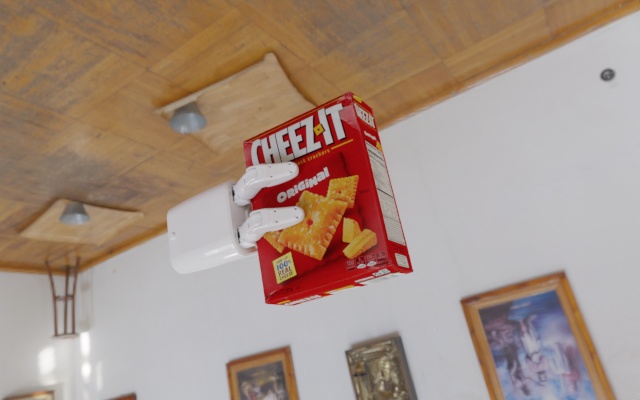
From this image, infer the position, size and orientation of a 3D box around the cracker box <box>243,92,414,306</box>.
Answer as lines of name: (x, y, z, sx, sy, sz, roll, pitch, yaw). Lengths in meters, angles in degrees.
cracker box: (0.000, 0.002, 0.570, 0.164, 0.213, 0.072, -20, -21, 24)
